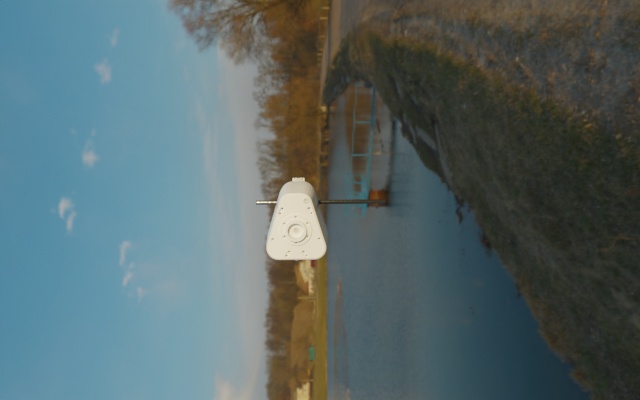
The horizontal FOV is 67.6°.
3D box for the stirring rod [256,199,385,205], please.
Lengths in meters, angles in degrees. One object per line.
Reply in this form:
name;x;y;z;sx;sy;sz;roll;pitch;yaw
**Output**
stirring rod;0.000;0.003;0.894;0.239;0.011;0.011;-1;0;-1
